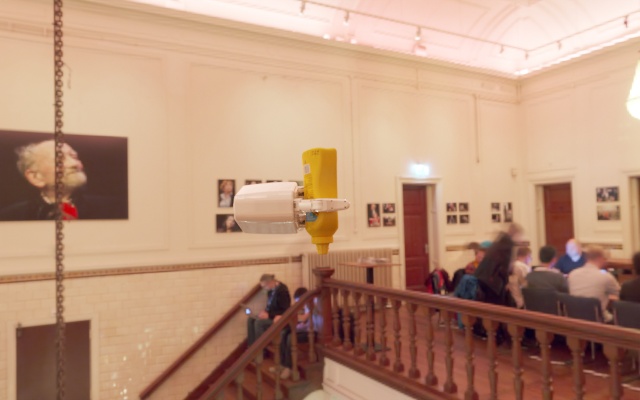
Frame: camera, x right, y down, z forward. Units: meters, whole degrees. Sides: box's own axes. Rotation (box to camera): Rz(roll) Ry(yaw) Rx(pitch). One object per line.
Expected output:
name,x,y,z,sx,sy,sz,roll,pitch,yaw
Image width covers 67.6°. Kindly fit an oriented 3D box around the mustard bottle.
mustard bottle,0.000,0.003,0.876,0.058,0.191,0.096,-1,-2,-22
